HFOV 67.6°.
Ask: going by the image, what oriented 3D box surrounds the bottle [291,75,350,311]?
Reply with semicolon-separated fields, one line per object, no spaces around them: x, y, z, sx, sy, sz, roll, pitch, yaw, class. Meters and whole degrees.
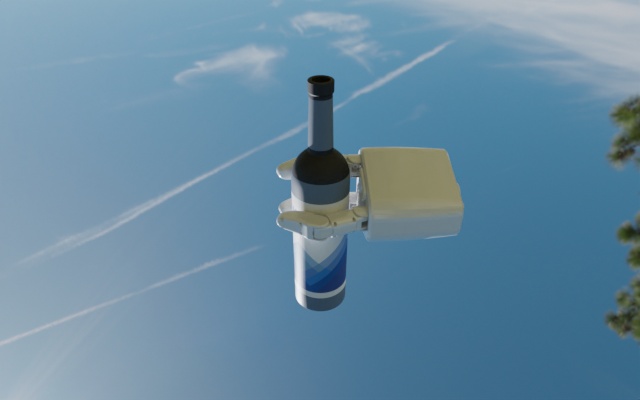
0.000;0.002;0.556;0.069;0.296;0.069;0;34;0;bottle
